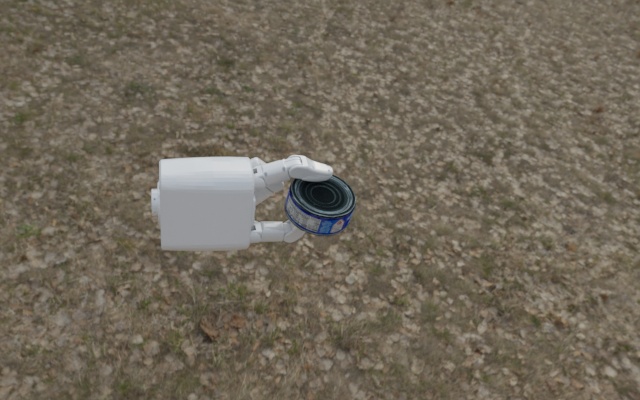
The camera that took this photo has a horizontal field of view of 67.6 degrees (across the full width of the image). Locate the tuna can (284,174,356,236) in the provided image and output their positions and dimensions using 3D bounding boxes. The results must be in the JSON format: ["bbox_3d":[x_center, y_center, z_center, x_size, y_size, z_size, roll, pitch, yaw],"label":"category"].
[{"bbox_3d":[0.000,0.002,0.594,0.086,0.034,0.086,11,42,-10],"label":"tuna can"}]
